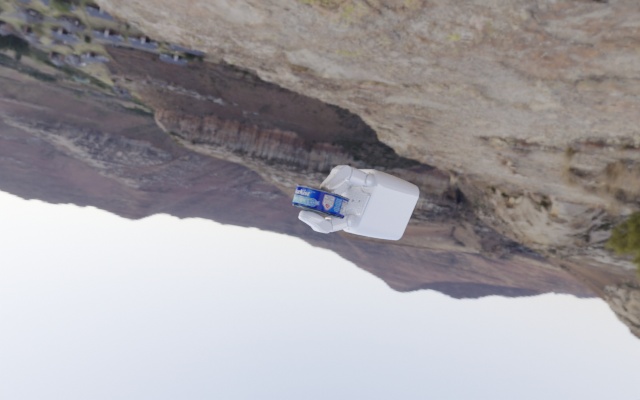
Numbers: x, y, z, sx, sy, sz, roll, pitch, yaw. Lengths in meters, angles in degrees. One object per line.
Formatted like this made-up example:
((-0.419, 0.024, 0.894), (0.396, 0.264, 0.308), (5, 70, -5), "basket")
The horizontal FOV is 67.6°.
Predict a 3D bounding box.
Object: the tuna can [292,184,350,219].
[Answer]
((0.000, 0.003, 0.744), (0.086, 0.034, 0.086), (16, -3, 1), "tuna can")
